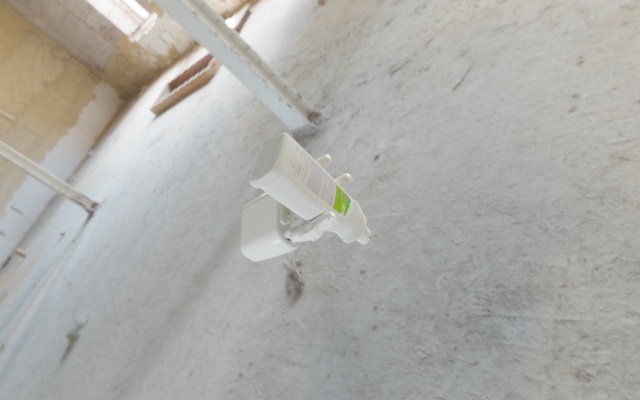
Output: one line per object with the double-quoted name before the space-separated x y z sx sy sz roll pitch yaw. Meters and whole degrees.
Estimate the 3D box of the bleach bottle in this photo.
"bleach bottle" 0.000 0.003 0.800 0.068 0.102 0.251 -24 -52 36
